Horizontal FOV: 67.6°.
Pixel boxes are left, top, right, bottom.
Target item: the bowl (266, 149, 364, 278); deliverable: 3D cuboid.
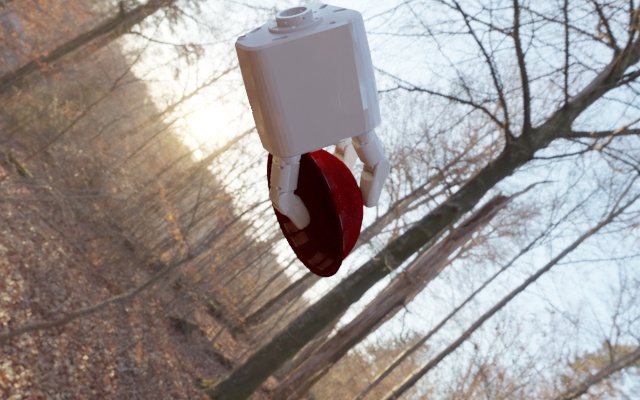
[{"bbox_3d":[0.000,0.003,0.536,0.055,0.162,0.162,-20,9,-27],"label":"bowl"}]
